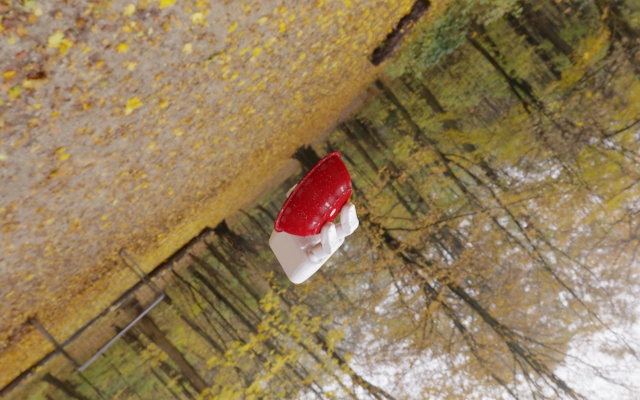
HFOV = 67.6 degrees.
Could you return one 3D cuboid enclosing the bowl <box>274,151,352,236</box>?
[{"bbox_3d":[0.001,0.002,0.749,0.055,0.162,0.162,38,9,12],"label":"bowl"}]
